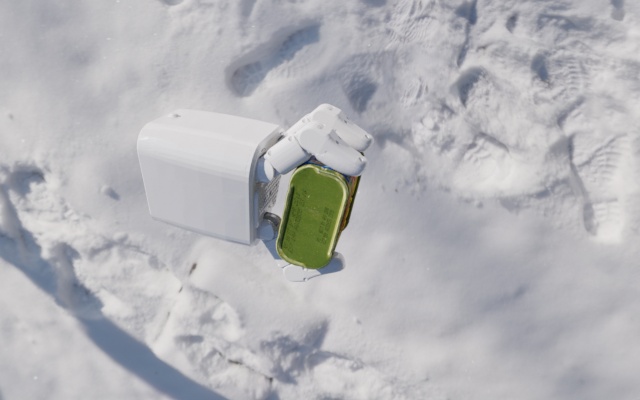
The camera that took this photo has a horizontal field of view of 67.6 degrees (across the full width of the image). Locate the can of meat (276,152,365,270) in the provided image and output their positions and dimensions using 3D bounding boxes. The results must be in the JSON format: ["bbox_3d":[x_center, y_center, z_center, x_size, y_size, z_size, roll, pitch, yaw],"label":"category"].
[{"bbox_3d":[0.000,0.002,0.439,0.057,0.102,0.084,16,25,6],"label":"can of meat"}]
